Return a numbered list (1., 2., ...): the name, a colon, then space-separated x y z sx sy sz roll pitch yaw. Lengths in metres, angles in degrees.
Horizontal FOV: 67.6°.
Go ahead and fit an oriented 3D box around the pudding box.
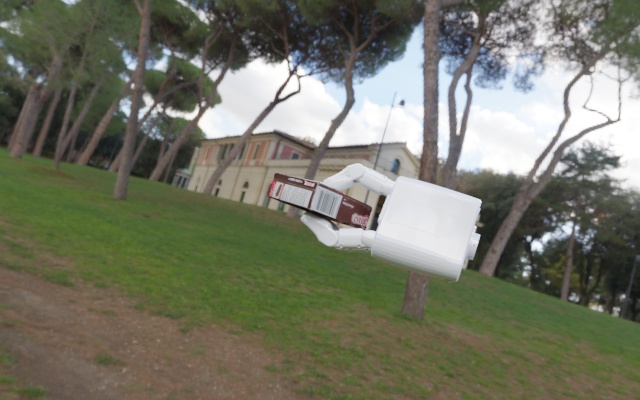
1. pudding box: 0.000 0.002 0.635 0.090 0.039 0.113 15 -8 46
